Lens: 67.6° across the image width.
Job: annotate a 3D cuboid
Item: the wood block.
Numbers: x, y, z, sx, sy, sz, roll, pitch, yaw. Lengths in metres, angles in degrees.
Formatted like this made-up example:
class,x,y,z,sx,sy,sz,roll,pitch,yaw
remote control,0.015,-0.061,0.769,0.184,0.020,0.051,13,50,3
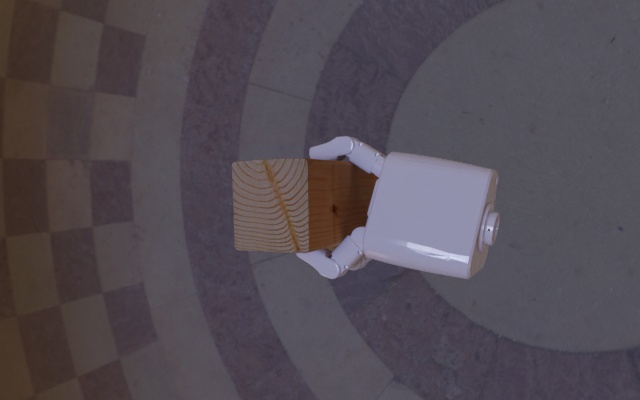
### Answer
class,x,y,z,sx,sy,sz,roll,pitch,yaw
wood block,0.000,0.001,0.546,0.090,0.091,0.206,0,1,29
